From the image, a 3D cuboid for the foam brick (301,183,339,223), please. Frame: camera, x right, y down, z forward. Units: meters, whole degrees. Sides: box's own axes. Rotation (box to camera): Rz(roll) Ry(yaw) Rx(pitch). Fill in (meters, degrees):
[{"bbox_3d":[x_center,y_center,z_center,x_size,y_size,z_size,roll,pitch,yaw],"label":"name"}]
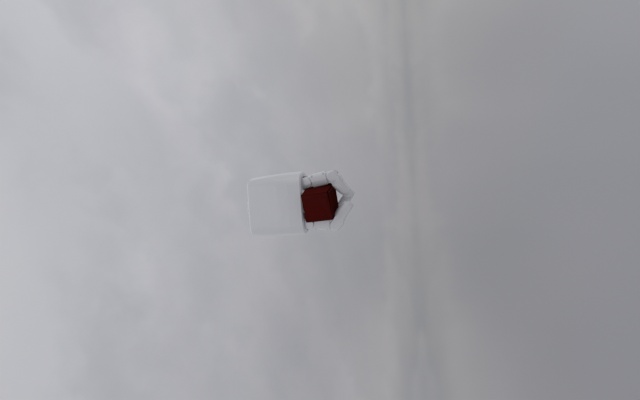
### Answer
[{"bbox_3d":[0.000,0.003,0.871,0.051,0.053,0.078,-7,13,12],"label":"foam brick"}]
